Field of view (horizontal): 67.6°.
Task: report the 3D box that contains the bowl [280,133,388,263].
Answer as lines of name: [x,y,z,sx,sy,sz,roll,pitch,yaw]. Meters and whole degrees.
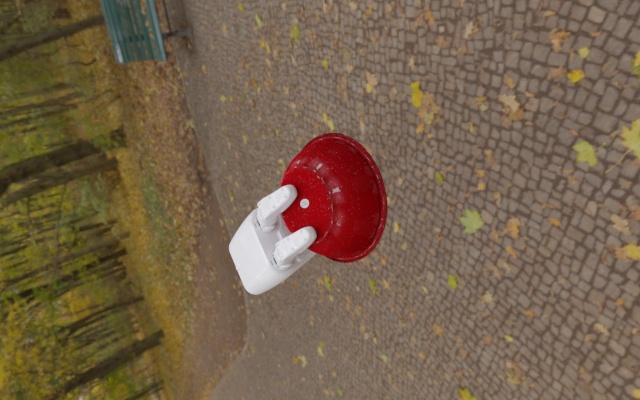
bowl: [0.000,0.001,0.569,0.055,0.162,0.162,-12,9,-44]
